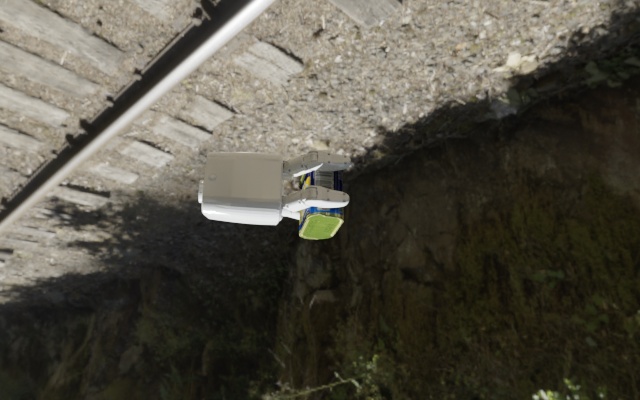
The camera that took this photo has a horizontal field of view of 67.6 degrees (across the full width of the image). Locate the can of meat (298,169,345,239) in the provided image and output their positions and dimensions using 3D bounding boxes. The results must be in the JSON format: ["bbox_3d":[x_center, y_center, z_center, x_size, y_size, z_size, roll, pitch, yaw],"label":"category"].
[{"bbox_3d":[0.000,0.003,0.695,0.057,0.084,0.102,5,-24,-10],"label":"can of meat"}]
